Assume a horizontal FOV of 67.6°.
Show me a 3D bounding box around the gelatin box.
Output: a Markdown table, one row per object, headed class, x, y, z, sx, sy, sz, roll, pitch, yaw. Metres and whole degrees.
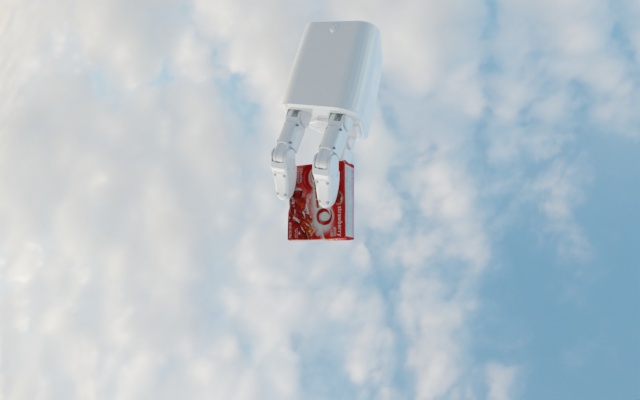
| class | x | y | z | sx | sy | sz | roll | pitch | yaw |
| --- | --- | --- | --- | --- | --- | --- | --- | --- | --- |
| gelatin box | 0.000 | 0.002 | 0.545 | 0.073 | 0.089 | 0.030 | -4 | -10 | 26 |
